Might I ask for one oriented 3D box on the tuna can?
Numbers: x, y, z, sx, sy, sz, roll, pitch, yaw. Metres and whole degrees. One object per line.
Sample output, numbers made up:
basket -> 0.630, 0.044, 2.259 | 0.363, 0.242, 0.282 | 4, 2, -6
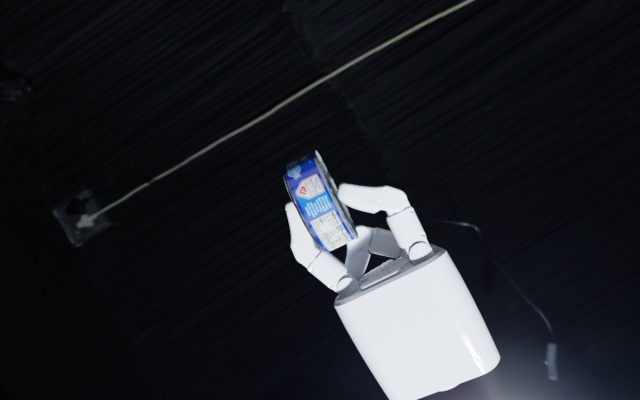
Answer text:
tuna can -> 0.000, 0.002, 0.418 | 0.034, 0.086, 0.086 | -26, -3, 5
